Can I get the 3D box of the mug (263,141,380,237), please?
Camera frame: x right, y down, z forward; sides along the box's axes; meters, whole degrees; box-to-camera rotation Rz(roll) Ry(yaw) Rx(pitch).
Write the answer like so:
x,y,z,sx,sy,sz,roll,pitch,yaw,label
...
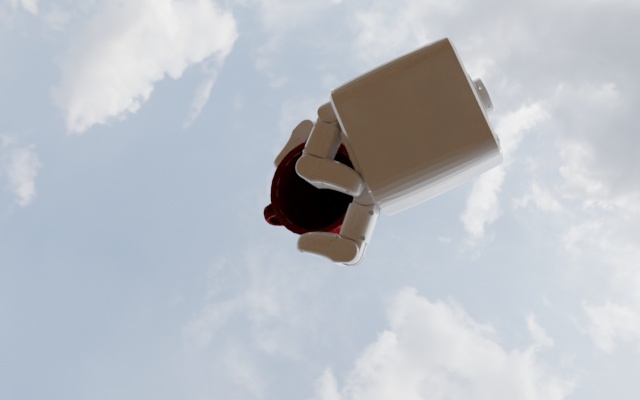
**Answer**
x,y,z,sx,sy,sz,roll,pitch,yaw,label
-0.001,0.002,0.474,0.117,0.093,0.081,-23,-23,17,mug
